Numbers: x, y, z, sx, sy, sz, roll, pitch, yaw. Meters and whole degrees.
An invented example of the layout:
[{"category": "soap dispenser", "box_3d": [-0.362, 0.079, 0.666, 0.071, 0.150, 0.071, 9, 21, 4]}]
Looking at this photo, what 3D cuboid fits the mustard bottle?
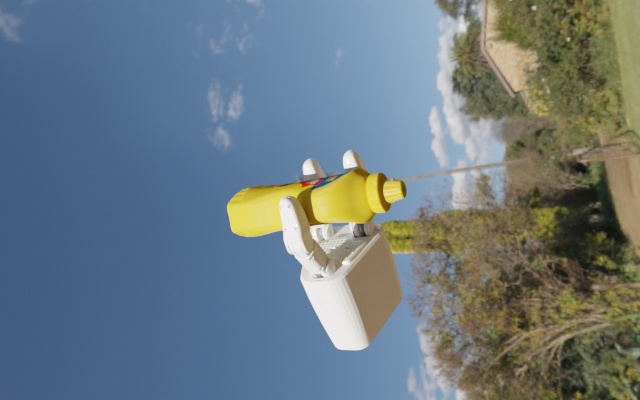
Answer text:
[{"category": "mustard bottle", "box_3d": [0.000, 0.001, 0.522, 0.191, 0.058, 0.096, -8, 4, 28]}]
